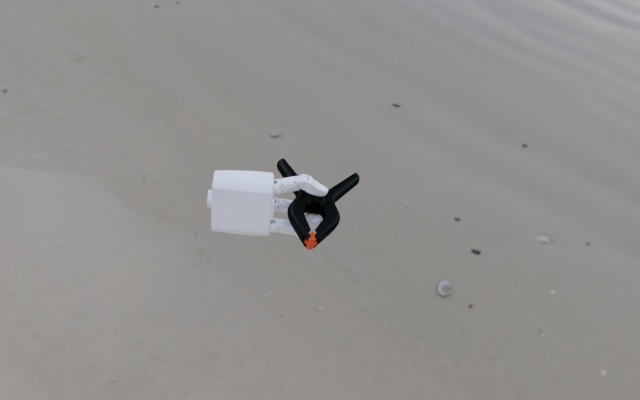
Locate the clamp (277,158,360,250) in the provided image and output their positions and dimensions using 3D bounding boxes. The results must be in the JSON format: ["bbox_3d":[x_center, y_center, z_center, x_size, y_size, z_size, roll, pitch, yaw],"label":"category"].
[{"bbox_3d":[0.000,0.003,0.880,0.164,0.209,0.036,5,-46,-9],"label":"clamp"}]
